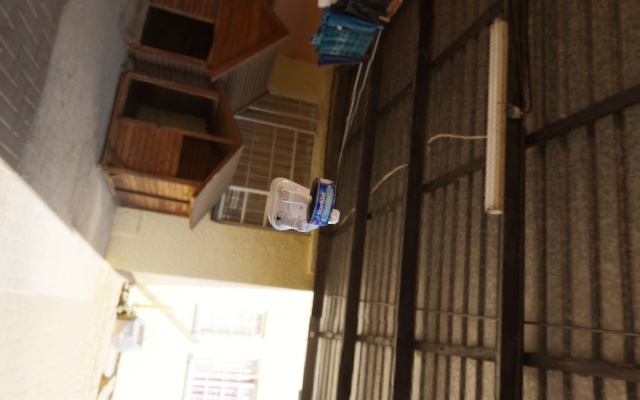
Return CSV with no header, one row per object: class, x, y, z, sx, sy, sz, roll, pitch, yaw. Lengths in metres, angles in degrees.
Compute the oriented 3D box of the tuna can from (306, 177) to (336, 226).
tuna can,0.001,0.003,0.864,0.034,0.086,0.086,11,-2,-11
